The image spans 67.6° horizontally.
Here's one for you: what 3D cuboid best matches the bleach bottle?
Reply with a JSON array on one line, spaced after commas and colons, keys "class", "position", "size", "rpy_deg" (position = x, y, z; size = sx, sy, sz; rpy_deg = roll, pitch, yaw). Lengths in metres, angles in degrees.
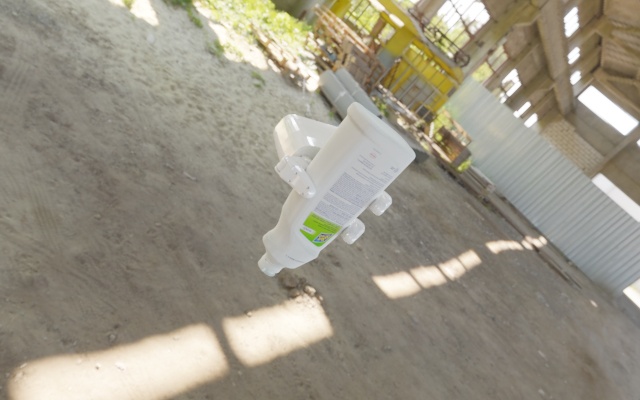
[{"class": "bleach bottle", "position": [0.000, 0.002, 0.611], "size": [0.102, 0.251, 0.068], "rpy_deg": [30, 22, -34]}]
